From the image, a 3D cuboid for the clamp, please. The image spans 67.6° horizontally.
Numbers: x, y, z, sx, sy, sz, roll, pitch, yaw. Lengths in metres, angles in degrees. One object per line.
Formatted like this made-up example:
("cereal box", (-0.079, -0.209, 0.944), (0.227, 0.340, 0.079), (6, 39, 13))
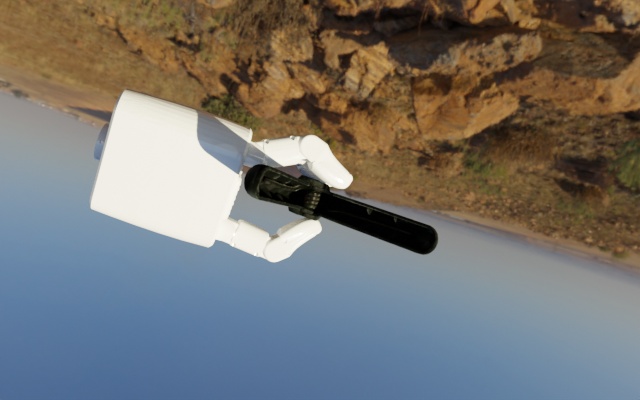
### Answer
("clamp", (-0.001, 0.002, 0.442), (0.164, 0.036, 0.210), (21, 0, -15))
